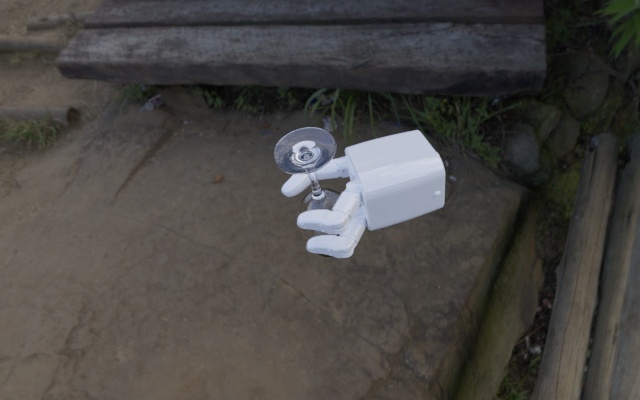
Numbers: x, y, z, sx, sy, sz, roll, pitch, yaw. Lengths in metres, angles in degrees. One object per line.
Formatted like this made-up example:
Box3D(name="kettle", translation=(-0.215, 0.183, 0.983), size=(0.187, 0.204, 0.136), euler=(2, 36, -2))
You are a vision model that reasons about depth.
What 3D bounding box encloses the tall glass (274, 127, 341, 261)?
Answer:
Box3D(name="tall glass", translation=(0.000, 0.002, 0.627), size=(0.079, 0.079, 0.201), euler=(0, -38, 13))
